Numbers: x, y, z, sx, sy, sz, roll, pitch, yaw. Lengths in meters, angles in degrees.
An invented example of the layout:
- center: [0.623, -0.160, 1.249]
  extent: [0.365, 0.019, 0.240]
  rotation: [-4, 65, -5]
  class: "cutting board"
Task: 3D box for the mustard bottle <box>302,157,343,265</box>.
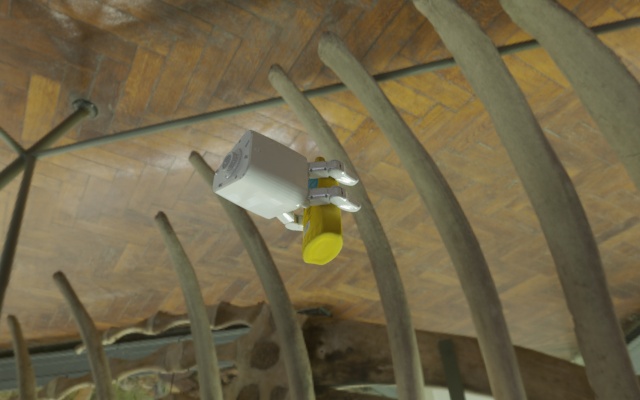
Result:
- center: [0.000, 0.003, 0.791]
  extent: [0.058, 0.191, 0.096]
  rotation: [9, -39, -14]
  class: "mustard bottle"
